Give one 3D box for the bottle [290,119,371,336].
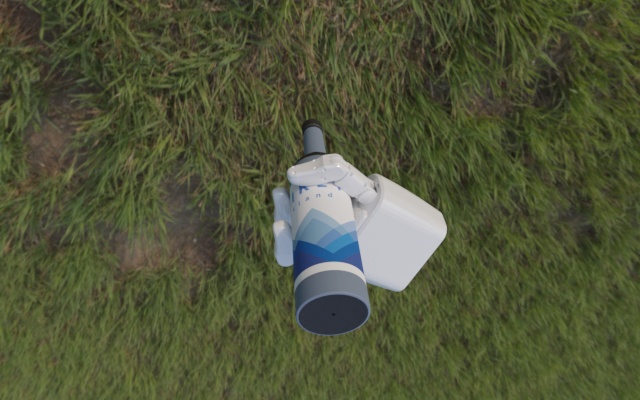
[{"bbox_3d":[0.000,0.002,0.527,0.069,0.069,0.295,0,43,-6],"label":"bottle"}]
